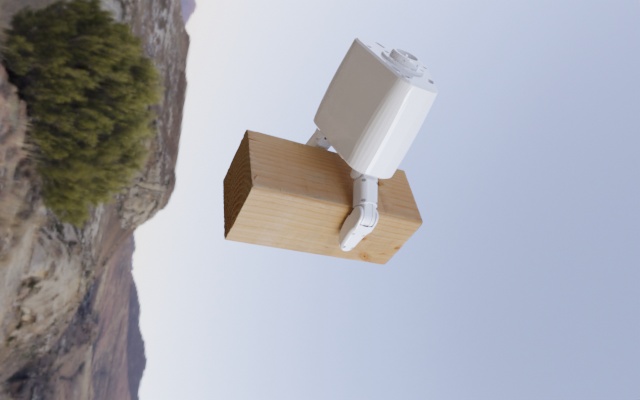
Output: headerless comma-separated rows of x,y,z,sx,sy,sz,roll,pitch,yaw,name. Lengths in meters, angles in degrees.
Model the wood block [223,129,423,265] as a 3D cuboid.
0.000,0.002,0.552,0.206,0.090,0.090,12,-45,-25,wood block
